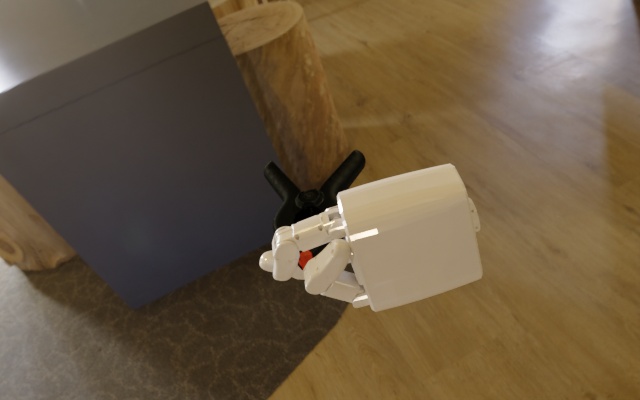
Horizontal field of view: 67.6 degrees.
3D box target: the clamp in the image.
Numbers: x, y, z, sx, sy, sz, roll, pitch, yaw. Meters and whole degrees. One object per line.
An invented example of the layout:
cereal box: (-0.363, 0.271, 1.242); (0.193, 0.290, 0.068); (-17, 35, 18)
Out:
clamp: (0.000, 0.001, 0.514); (0.120, 0.039, 0.171); (-17, 43, 6)
